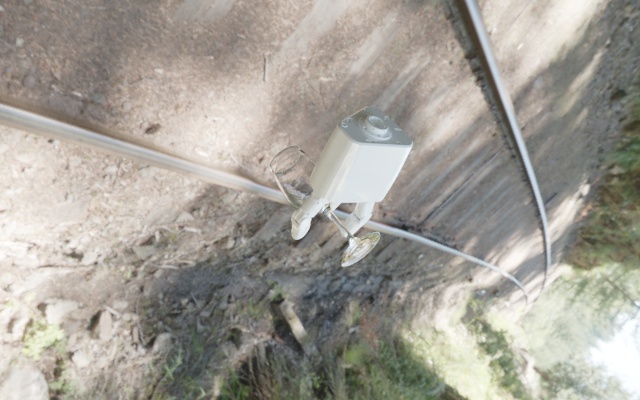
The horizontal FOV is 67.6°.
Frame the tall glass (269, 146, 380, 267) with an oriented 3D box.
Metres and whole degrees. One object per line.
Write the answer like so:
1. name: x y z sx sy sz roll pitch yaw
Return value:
1. tall glass: 0.000 0.003 0.736 0.079 0.079 0.201 0 43 -54
